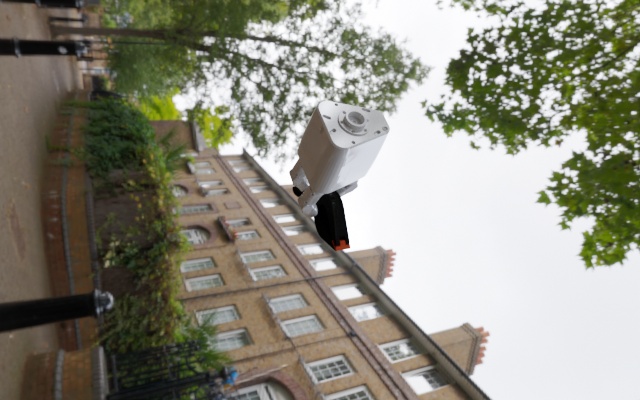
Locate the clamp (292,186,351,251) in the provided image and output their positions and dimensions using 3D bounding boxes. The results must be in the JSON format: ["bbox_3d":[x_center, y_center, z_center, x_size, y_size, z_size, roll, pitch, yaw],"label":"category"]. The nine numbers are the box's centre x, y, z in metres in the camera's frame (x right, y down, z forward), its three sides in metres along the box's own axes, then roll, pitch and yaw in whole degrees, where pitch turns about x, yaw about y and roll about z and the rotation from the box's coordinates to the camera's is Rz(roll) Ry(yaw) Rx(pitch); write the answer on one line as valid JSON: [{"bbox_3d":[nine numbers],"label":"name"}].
[{"bbox_3d":[0.001,0.003,0.831,0.036,0.210,0.165,-7,-30,-22],"label":"clamp"}]
